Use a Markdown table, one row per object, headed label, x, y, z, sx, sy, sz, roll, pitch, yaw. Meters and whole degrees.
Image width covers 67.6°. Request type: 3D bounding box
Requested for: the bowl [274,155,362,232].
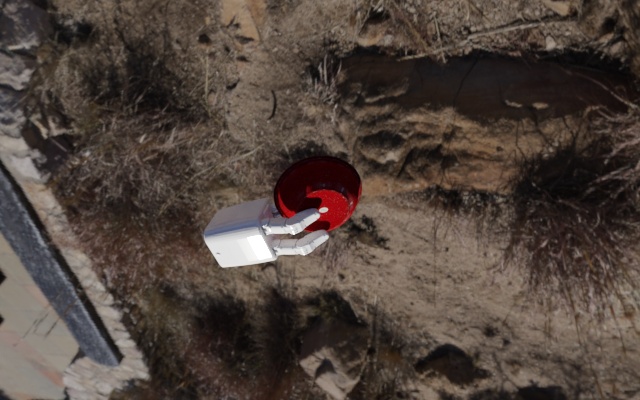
| label | x | y | z | sx | sy | sz | roll | pitch | yaw |
| --- | --- | --- | --- | --- | --- | --- | --- | --- | --- |
| bowl | 0.001 | 0.002 | 0.838 | 0.162 | 0.162 | 0.055 | 0 | 37 | -12 |
